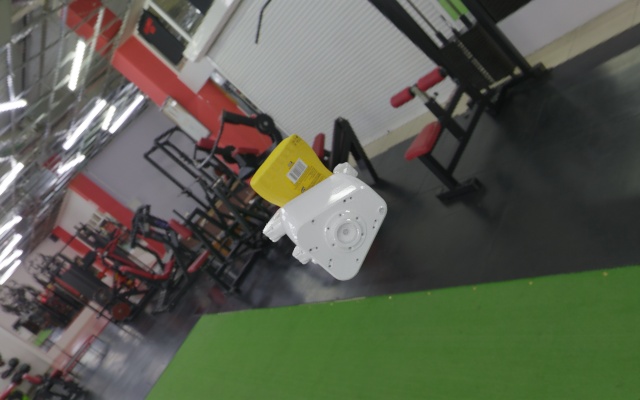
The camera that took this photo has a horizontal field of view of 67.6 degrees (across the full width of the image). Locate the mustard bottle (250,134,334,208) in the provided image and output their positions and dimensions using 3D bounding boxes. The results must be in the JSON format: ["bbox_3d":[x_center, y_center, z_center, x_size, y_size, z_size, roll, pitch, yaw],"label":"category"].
[{"bbox_3d":[0.000,0.002,0.682,0.192,0.096,0.058,42,-25,-16],"label":"mustard bottle"}]
